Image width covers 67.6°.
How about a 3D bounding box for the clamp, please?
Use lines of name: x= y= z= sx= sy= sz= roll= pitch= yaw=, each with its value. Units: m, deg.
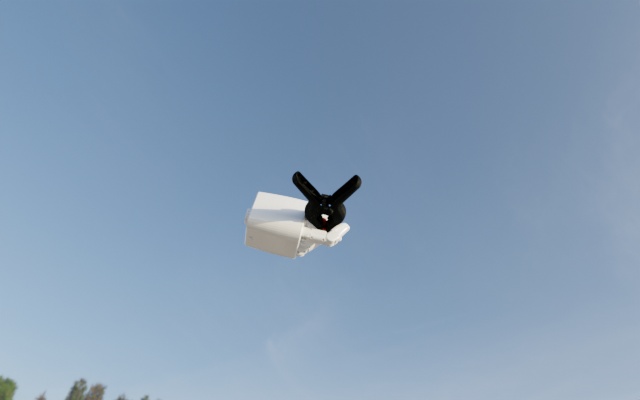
clamp: x=0.000 y=0.003 z=0.886 sx=0.120 sy=0.039 sz=0.172 roll=13 pitch=-40 yaw=-2
